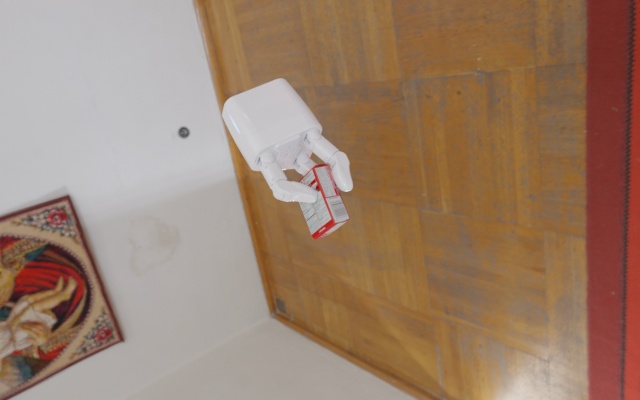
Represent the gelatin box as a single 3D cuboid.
[{"bbox_3d":[0.000,0.003,0.685,0.030,0.089,0.073,-13,-16,-31],"label":"gelatin box"}]
